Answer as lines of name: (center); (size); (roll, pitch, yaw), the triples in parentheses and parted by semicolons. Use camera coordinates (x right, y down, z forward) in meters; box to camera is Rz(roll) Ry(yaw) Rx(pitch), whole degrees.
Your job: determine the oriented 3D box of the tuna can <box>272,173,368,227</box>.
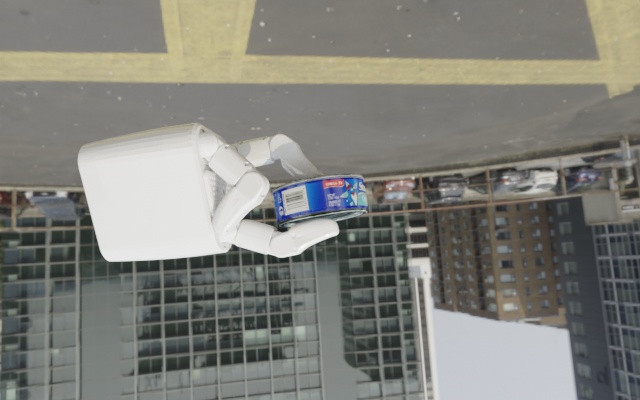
tuna can: (0.000, 0.002, 0.439); (0.086, 0.033, 0.086); (-9, -8, -1)
